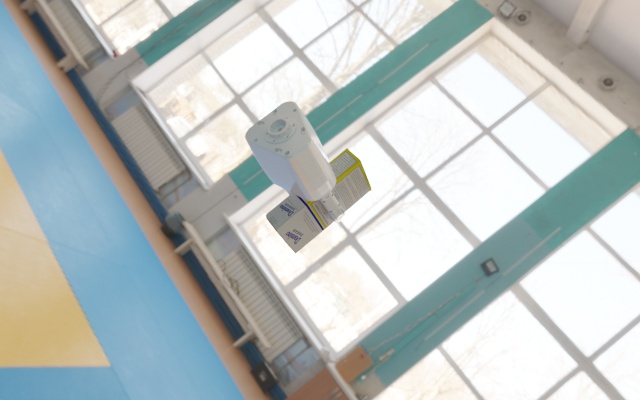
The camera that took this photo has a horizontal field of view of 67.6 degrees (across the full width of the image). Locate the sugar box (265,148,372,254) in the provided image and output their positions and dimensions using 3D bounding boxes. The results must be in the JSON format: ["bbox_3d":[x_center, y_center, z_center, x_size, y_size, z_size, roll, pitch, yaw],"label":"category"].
[{"bbox_3d":[0.000,0.002,0.794,0.176,0.048,0.093,-37,-37,-5],"label":"sugar box"}]
